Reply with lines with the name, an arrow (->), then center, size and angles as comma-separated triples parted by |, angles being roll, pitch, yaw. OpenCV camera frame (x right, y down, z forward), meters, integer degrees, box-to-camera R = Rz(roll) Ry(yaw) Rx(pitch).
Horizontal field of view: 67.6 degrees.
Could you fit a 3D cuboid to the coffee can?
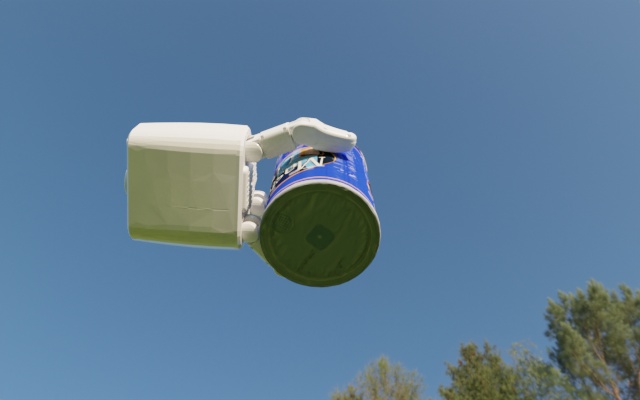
coffee can -> 0.000, 0.002, 0.464 | 0.103, 0.103, 0.140 | 0, 26, 1
